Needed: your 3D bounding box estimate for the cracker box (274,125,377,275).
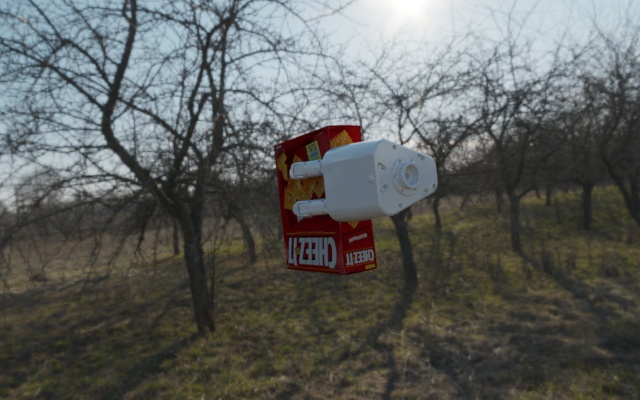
[{"bbox_3d":[0.000,0.002,0.746,0.072,0.213,0.164,-6,-1,-34],"label":"cracker box"}]
